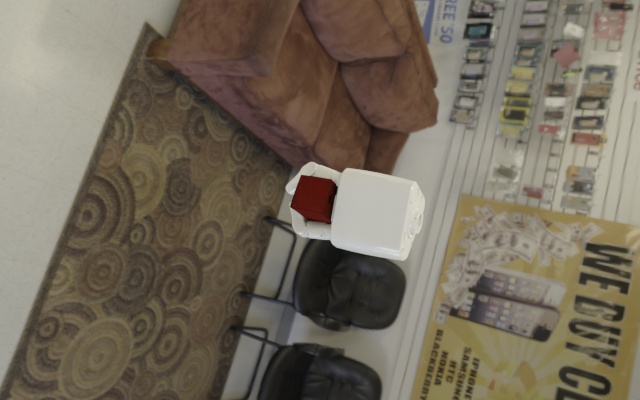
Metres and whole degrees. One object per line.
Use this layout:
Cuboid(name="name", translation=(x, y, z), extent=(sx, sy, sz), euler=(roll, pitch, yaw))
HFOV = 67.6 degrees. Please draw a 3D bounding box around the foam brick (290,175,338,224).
Cuboid(name="foam brick", translation=(0.000, 0.002, 0.698), extent=(0.051, 0.053, 0.078), euler=(11, -14, 26))
